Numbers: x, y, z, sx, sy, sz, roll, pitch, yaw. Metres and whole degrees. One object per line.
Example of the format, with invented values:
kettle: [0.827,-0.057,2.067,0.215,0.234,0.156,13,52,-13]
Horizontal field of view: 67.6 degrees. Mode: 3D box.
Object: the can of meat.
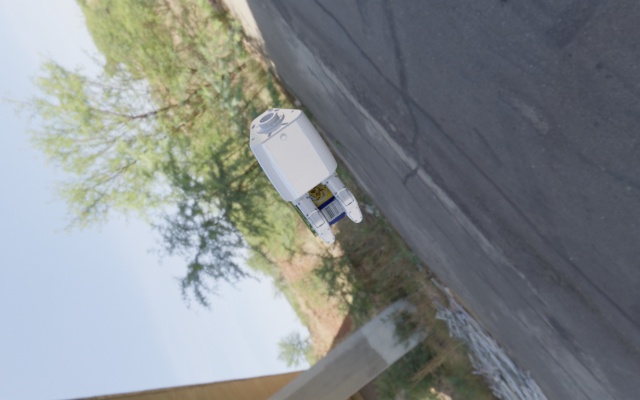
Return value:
can of meat: [0.000,0.003,0.785,0.084,0.057,0.102,-36,34,-5]
